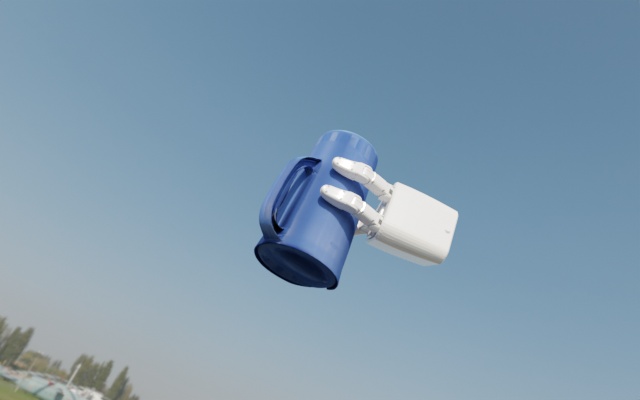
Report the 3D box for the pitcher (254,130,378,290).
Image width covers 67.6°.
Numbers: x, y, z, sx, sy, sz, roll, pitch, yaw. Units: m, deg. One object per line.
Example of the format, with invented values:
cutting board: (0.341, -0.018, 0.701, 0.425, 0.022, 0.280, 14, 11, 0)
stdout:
pitcher: (0.000, 0.003, 0.741, 0.145, 0.242, 0.149, 25, -30, -1)
